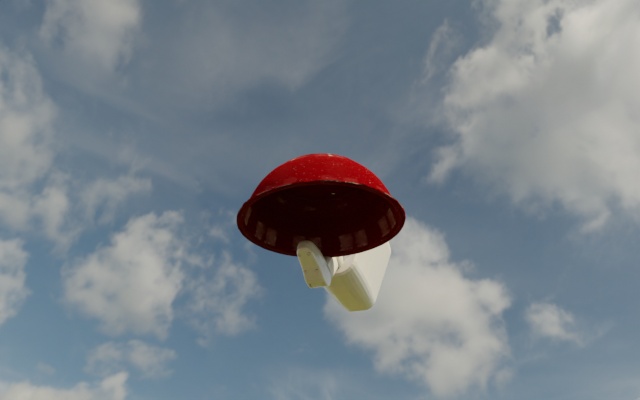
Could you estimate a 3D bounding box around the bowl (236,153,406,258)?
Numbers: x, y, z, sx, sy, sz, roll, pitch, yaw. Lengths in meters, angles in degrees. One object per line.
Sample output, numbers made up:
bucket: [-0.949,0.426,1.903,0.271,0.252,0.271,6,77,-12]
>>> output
bowl: [0.000,0.001,0.470,0.162,0.055,0.162,-1,-29,0]
